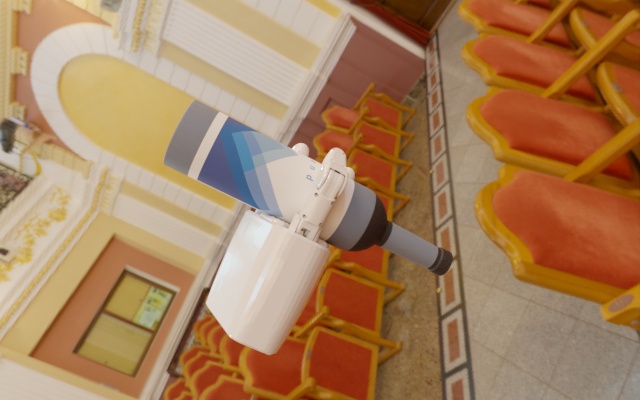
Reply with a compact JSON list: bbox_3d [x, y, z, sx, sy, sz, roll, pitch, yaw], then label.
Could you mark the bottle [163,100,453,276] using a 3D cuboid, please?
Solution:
[{"bbox_3d":[0.000,0.001,0.466,0.296,0.069,0.069,26,-6,-11],"label":"bottle"}]
